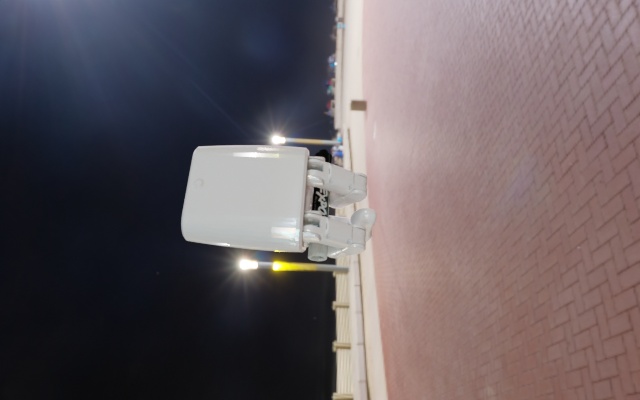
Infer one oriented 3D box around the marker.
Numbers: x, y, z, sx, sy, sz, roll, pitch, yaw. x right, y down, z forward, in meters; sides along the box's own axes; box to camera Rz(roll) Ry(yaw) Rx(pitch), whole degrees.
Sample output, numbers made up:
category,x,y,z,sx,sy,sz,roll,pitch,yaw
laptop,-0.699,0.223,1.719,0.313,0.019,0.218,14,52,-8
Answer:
category,x,y,z,sx,sy,sz,roll,pitch,yaw
marker,0.000,0.002,0.488,0.020,0.121,0.020,3,-24,1
